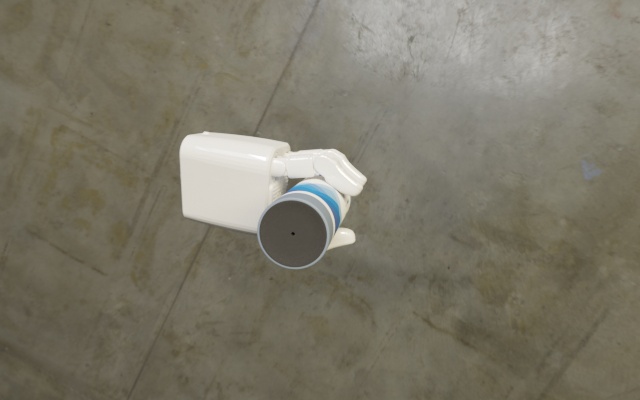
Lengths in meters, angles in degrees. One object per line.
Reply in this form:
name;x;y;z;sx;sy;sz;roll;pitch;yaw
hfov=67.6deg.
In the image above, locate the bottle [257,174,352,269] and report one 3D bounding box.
bottle;0.000;0.002;0.565;0.069;0.069;0.295;0;11;10
